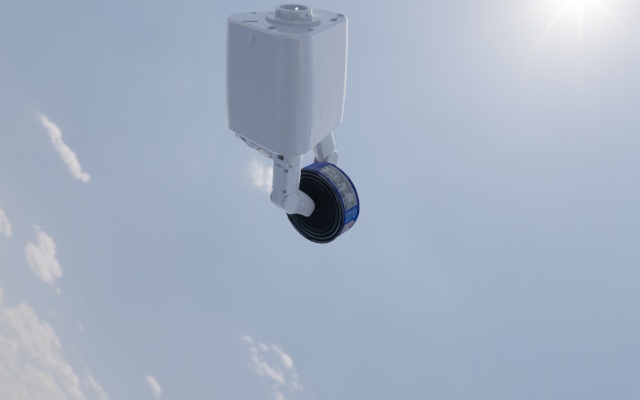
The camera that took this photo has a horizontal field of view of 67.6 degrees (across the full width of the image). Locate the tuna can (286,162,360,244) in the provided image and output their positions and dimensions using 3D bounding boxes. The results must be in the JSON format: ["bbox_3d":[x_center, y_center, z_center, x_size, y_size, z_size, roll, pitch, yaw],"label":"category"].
[{"bbox_3d":[0.000,0.002,0.523,0.086,0.086,0.033,0,20,42],"label":"tuna can"}]
